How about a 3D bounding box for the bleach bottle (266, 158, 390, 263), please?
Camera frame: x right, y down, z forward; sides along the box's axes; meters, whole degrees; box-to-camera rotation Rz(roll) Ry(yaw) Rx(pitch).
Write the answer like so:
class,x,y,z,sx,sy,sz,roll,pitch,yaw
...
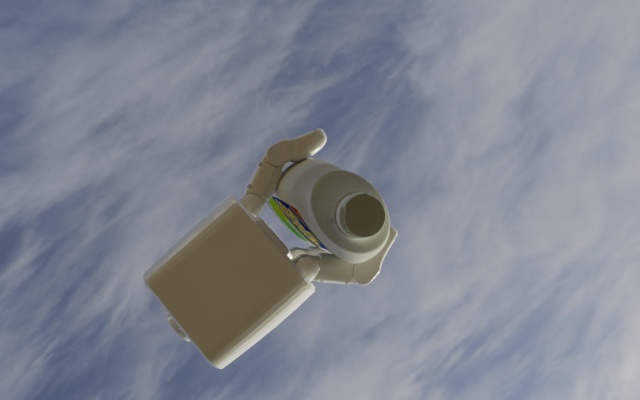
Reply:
class,x,y,z,sx,sy,sz,roll,pitch,yaw
bleach bottle,0.000,0.001,0.429,0.068,0.102,0.251,-40,8,-8
